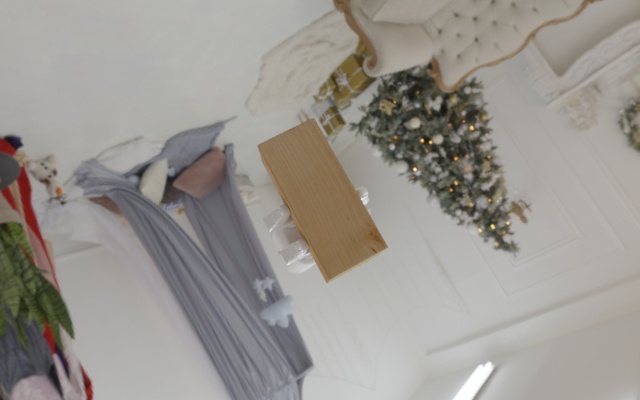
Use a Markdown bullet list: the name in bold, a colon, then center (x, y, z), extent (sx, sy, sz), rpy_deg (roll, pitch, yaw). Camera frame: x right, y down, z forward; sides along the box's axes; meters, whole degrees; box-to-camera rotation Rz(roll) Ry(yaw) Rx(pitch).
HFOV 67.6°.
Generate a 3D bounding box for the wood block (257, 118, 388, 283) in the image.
- **wood block**: center (0.000, 0.002, 0.676), extent (0.091, 0.206, 0.090), rpy_deg (-28, -11, -8)
